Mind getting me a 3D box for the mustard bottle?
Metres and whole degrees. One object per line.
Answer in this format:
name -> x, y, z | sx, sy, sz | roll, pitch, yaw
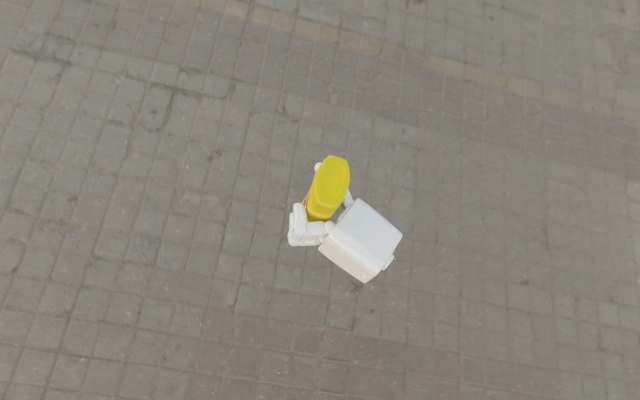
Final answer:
mustard bottle -> 0.000, 0.003, 0.847 | 0.058, 0.096, 0.192 | 15, -24, -6
